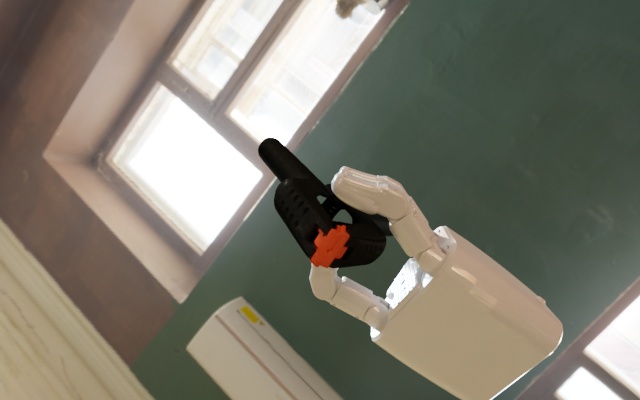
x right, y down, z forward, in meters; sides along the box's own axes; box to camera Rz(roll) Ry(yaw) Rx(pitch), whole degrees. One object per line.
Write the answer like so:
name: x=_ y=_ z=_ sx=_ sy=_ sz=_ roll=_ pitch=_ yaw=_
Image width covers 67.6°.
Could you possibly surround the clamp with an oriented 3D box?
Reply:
clamp: x=0.000 y=0.002 z=0.400 sx=0.164 sy=0.036 sz=0.210 roll=32 pitch=12 yaw=1
